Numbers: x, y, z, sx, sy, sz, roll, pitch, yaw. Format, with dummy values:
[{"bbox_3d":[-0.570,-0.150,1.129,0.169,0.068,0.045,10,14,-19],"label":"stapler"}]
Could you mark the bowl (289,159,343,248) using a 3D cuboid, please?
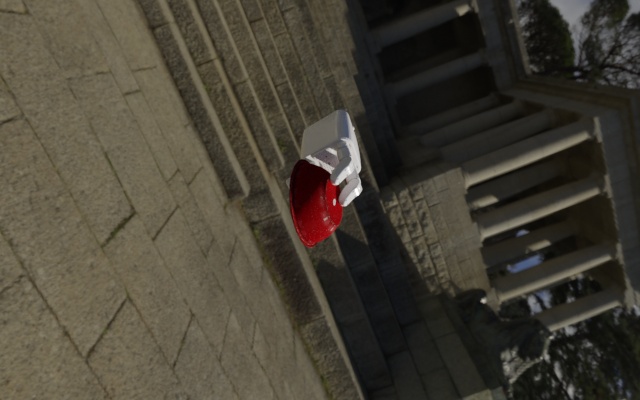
[{"bbox_3d":[0.000,0.004,0.860,0.055,0.162,0.162,-5,-2,20],"label":"bowl"}]
